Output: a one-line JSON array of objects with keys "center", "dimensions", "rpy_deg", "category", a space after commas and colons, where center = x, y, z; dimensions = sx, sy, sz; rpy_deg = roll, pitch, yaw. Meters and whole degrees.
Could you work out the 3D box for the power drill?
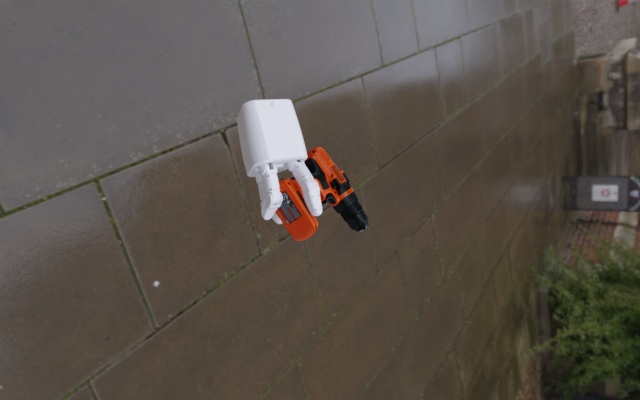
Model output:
[{"center": [0.000, 0.003, 0.860], "dimensions": [0.057, 0.184, 0.187], "rpy_deg": [-36, -1, 33], "category": "power drill"}]
